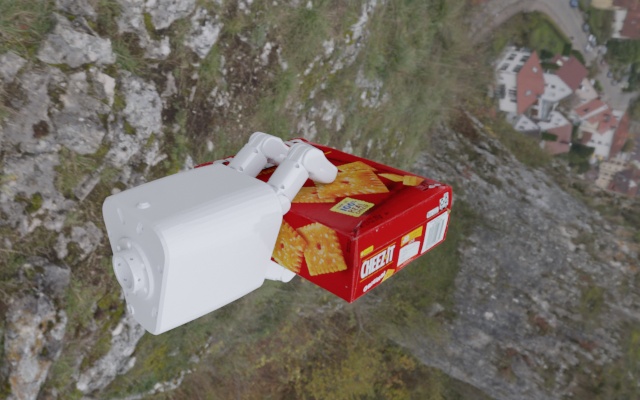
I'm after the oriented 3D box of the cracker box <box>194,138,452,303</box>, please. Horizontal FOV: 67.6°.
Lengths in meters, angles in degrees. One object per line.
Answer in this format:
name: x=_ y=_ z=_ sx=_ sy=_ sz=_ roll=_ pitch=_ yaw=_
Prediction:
cracker box: x=0.000 y=0.002 z=0.489 sx=0.213 sy=0.072 sz=0.164 roll=23 pitch=30 yaw=36
